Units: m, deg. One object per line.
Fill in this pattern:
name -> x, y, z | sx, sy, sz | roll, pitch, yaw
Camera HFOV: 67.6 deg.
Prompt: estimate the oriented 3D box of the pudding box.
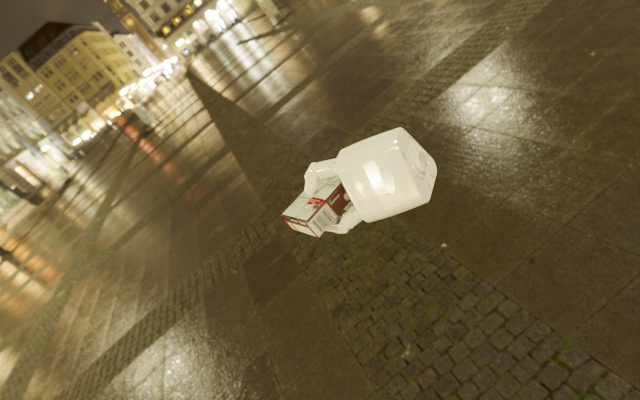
pudding box -> 0.000, 0.002, 0.781 | 0.113, 0.039, 0.090 | -47, 25, -18
